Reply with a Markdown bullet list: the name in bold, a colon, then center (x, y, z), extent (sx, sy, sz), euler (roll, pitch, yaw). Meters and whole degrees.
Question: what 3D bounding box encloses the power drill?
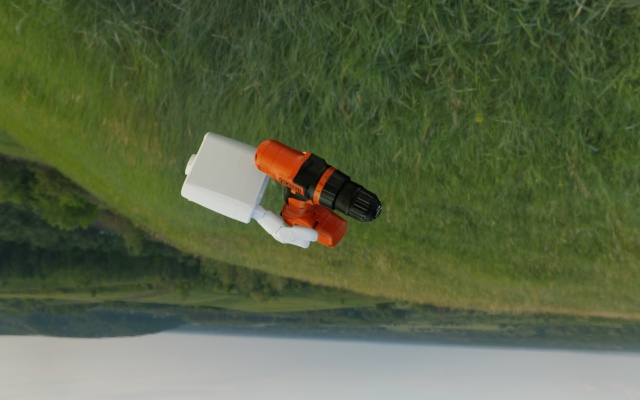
- **power drill**: center (0.000, 0.002, 0.683), extent (0.184, 0.057, 0.188), euler (30, -21, 16)
